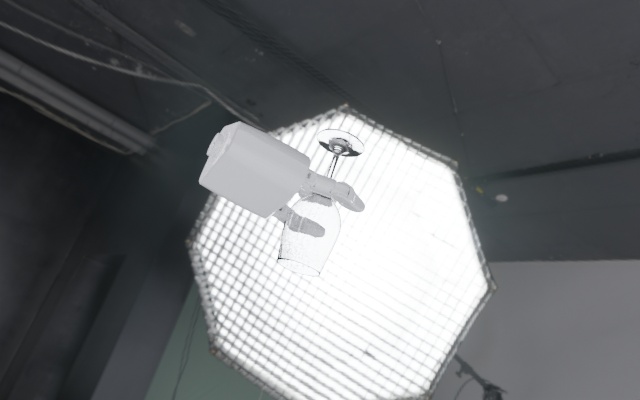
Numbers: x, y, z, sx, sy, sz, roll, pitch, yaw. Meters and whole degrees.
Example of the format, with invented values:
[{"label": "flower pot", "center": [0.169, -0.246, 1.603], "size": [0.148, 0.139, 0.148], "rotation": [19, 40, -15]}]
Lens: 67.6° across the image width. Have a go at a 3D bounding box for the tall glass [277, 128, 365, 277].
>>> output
[{"label": "tall glass", "center": [0.000, 0.002, 0.669], "size": [0.079, 0.201, 0.079], "rotation": [16, -22, 6]}]
